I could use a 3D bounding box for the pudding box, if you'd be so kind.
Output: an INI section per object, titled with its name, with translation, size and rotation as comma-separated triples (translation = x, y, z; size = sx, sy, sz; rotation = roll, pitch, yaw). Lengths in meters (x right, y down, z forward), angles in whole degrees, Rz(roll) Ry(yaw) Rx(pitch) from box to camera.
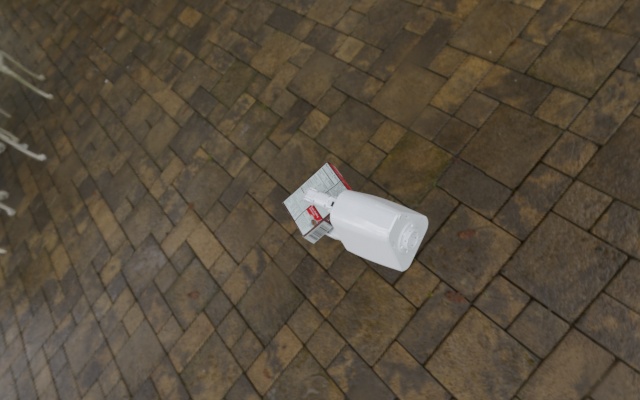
[pudding box]
translation = 0.000, 0.003, 0.813
size = 0.113, 0.090, 0.039
rotation = -41, -38, 9
